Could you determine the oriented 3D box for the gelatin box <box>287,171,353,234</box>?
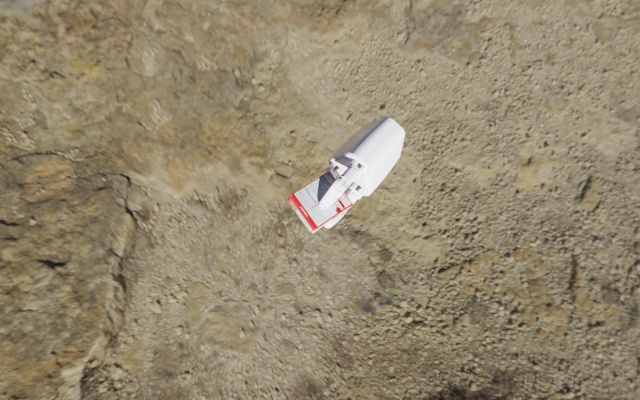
[{"bbox_3d":[0.000,0.003,0.819,0.089,0.073,0.030,-33,-6,-22],"label":"gelatin box"}]
